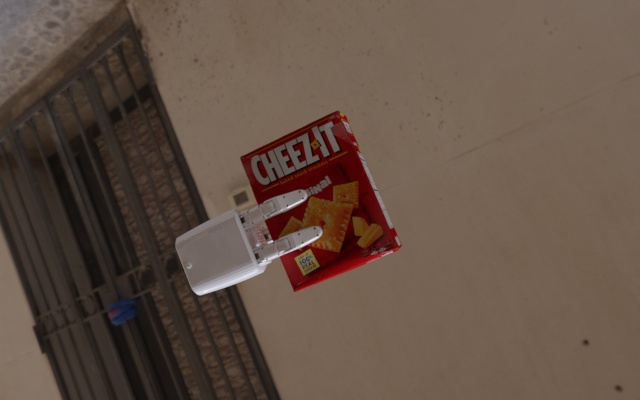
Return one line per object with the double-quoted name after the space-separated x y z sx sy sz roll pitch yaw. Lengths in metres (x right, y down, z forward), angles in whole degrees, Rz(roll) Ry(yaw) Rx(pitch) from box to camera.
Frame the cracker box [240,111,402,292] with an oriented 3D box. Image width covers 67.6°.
0.000 0.002 0.694 0.164 0.213 0.072 -24 -5 11 "cracker box"
